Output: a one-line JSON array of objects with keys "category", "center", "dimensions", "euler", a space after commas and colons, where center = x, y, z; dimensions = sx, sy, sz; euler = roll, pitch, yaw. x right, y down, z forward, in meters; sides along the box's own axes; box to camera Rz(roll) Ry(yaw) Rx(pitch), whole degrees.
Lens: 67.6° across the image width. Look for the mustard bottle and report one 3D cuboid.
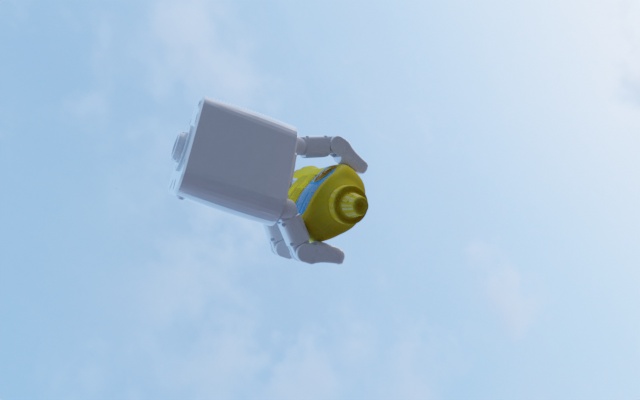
[{"category": "mustard bottle", "center": [0.000, 0.002, 0.552], "dimensions": [0.058, 0.096, 0.191], "euler": [43, -15, -19]}]
